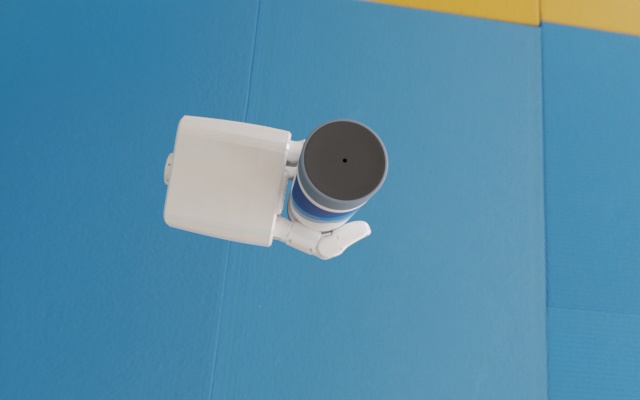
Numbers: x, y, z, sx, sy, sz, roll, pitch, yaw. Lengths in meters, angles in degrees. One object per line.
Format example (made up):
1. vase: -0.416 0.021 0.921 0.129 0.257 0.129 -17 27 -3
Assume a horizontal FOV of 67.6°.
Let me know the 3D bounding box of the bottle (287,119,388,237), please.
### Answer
1. bottle: 0.000 0.002 0.497 0.069 0.069 0.296 0 -12 -7
